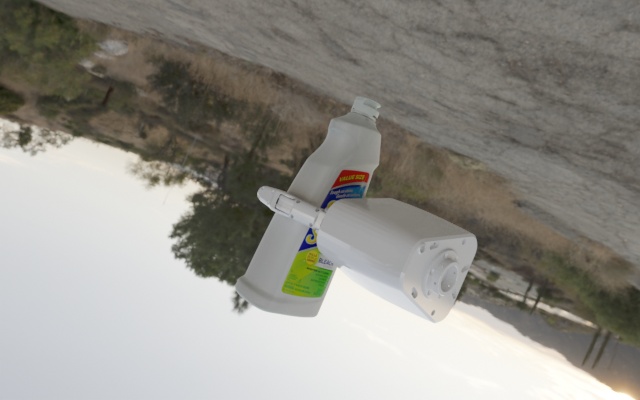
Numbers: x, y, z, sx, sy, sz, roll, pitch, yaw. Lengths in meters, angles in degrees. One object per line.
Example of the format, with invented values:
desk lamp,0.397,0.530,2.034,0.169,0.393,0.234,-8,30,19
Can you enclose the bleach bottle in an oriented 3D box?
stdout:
bleach bottle,0.000,0.002,0.533,0.102,0.251,0.068,22,2,-45
